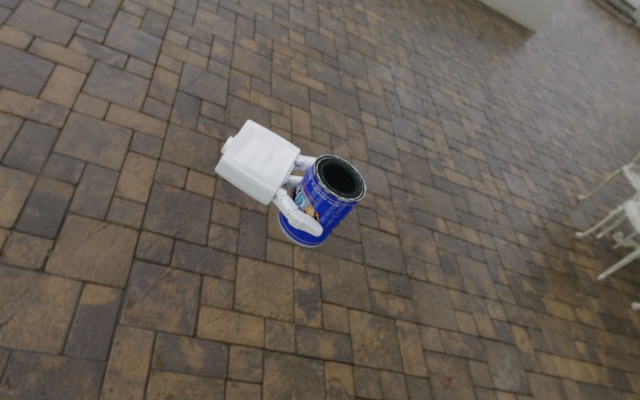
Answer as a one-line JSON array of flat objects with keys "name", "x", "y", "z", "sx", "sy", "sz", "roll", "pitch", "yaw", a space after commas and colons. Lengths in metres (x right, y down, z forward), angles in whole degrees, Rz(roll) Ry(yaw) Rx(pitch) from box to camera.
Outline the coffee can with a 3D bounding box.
[{"name": "coffee can", "x": 0.000, "y": 0.003, "z": 0.839, "sx": 0.103, "sy": 0.102, "sz": 0.140, "roll": 0, "pitch": -37, "yaw": -37}]
